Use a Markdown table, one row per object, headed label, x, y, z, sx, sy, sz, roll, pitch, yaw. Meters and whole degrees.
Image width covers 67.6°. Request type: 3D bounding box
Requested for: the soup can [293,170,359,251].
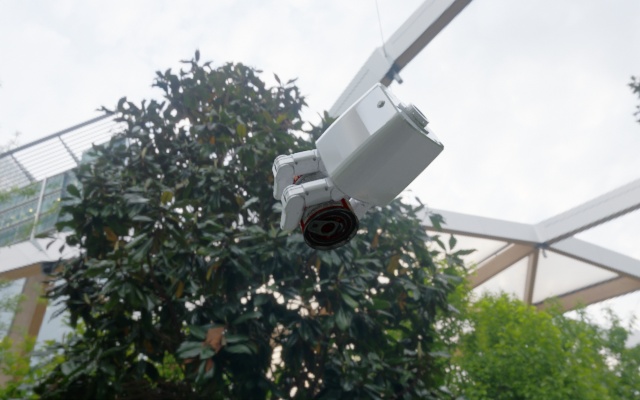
| label | x | y | z | sx | sy | sz | roll | pitch | yaw |
| --- | --- | --- | --- | --- | --- | --- | --- | --- | --- |
| soup can | 0.000 | 0.002 | 0.592 | 0.068 | 0.068 | 0.102 | 0 | 41 | -20 |
